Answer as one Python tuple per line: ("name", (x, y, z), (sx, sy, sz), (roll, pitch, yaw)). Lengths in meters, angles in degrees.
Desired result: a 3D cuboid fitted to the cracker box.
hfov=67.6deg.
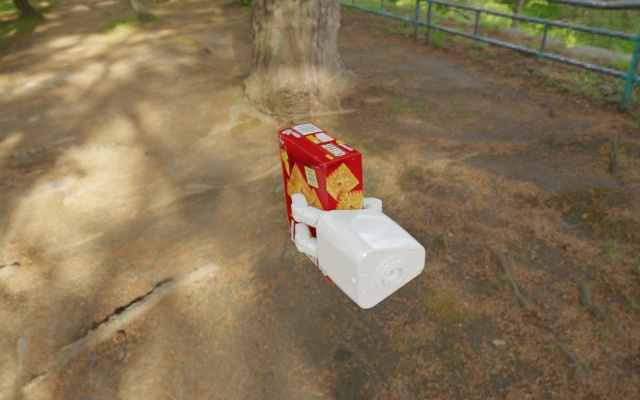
("cracker box", (0.000, 0.002, 0.764), (0.072, 0.214, 0.164), (-17, 32, -23))
